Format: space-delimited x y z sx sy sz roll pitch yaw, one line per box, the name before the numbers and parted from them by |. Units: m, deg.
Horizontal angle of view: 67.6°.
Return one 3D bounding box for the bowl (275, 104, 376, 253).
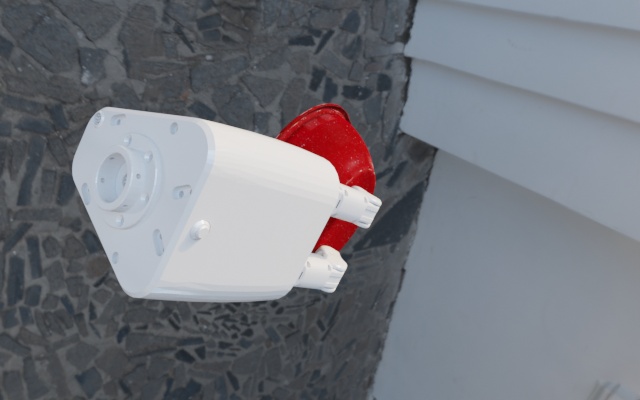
bowl | 0.001 0.001 0.416 0.055 0.162 0.162 31 13 23
